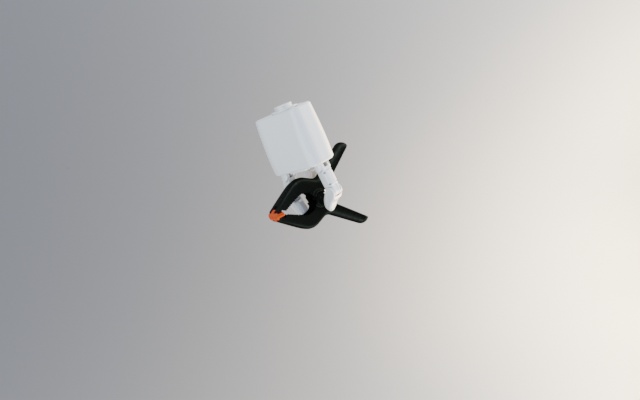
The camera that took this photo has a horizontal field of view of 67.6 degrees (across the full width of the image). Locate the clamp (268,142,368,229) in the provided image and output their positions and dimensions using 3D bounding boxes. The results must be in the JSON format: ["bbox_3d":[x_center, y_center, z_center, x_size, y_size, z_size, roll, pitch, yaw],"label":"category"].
[{"bbox_3d":[0.000,0.003,0.888,0.210,0.164,0.036,-32,15,-33],"label":"clamp"}]
